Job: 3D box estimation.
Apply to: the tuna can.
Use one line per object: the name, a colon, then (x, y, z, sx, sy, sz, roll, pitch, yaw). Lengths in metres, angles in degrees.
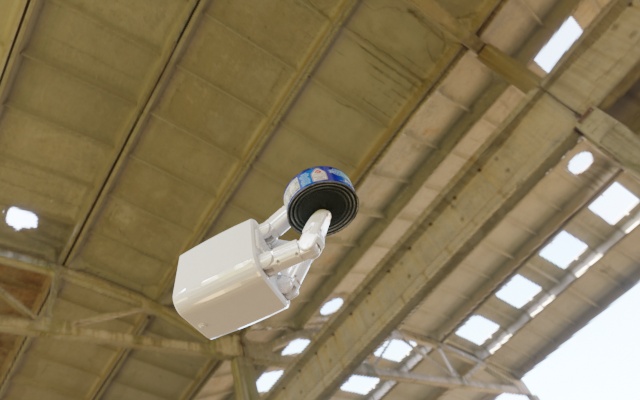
tuna can: (0.000, 0.001, 0.564, 0.086, 0.086, 0.033, 0, 40, -16)
